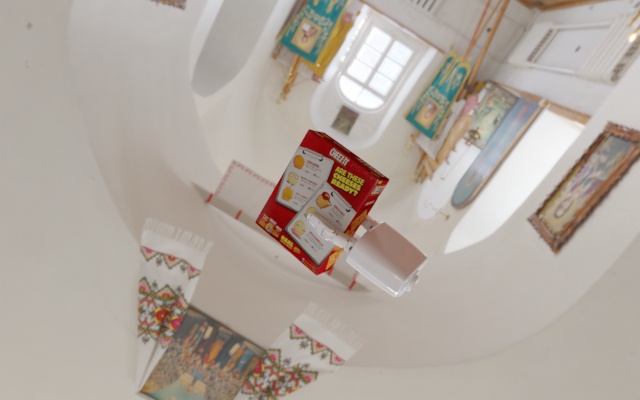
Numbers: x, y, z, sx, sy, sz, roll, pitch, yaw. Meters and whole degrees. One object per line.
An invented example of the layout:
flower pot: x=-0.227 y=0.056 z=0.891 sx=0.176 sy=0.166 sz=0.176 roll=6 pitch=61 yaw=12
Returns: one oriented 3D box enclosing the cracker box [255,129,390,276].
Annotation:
cracker box: x=0.000 y=0.003 z=0.883 sx=0.164 sy=0.214 sz=0.072 roll=38 pitch=19 yaw=20
